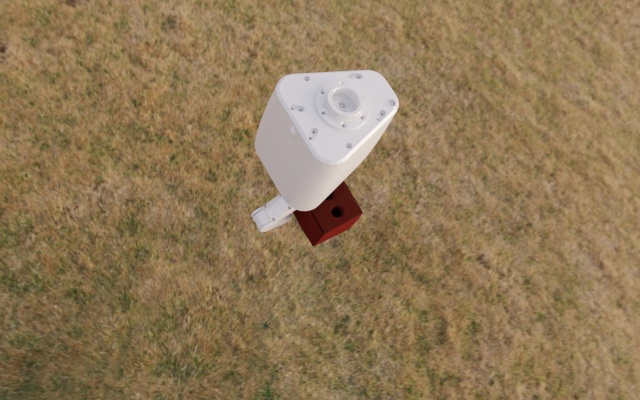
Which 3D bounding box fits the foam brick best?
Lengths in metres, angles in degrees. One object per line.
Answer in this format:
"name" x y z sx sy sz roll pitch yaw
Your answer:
"foam brick" 0.000 0.002 0.528 0.053 0.078 0.051 -26 -11 -24
